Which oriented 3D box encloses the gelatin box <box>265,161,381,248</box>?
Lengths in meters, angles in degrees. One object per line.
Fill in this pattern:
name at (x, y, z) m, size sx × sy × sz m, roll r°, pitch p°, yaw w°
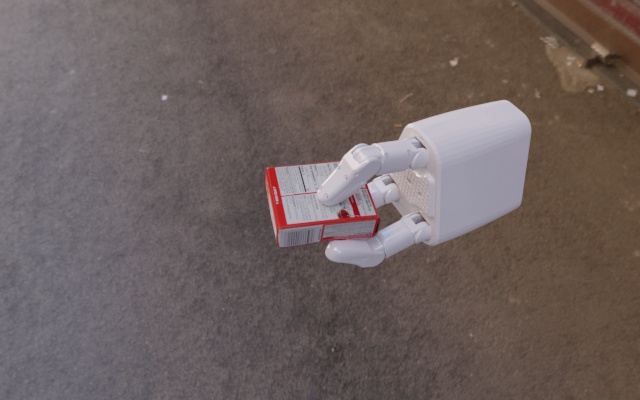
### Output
gelatin box at (0.000, 0.001, 0.421) m, size 0.089 × 0.073 × 0.030 m, roll -6°, pitch -42°, yaw -12°
